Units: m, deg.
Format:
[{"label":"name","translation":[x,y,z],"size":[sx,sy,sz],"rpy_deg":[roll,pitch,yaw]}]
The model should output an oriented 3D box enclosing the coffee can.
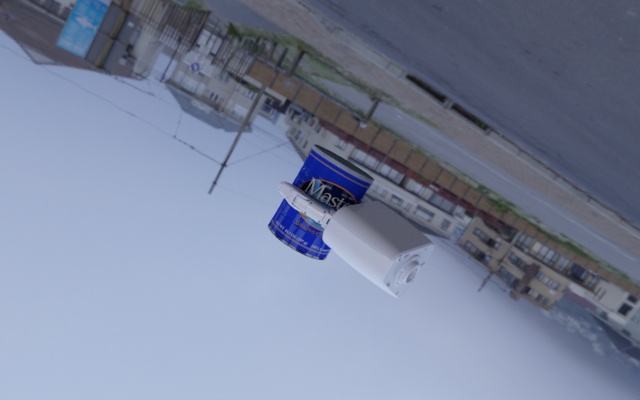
[{"label":"coffee can","translation":[0.000,0.002,0.710],"size":[0.103,0.140,0.103],"rpy_deg":[30,10,-6]}]
